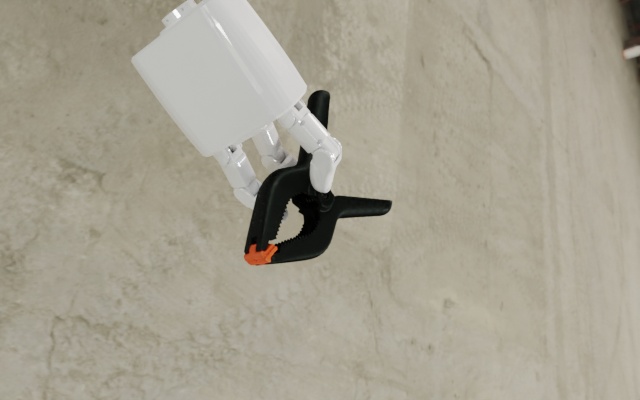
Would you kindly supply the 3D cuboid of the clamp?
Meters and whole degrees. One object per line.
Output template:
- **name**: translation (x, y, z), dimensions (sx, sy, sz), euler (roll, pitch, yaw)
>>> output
- **clamp**: translation (0.000, 0.002, 0.493), dimensions (0.036, 0.165, 0.210), euler (-17, 29, 44)
